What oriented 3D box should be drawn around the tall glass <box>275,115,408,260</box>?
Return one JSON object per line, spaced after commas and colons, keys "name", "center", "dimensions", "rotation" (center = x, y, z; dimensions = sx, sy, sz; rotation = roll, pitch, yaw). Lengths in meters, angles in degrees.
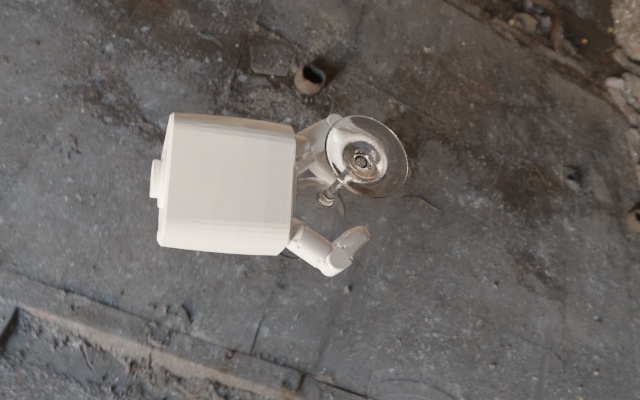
{"name": "tall glass", "center": [0.000, 0.001, 0.464], "dimensions": [0.079, 0.079, 0.201], "rotation": [0, -22, -24]}
